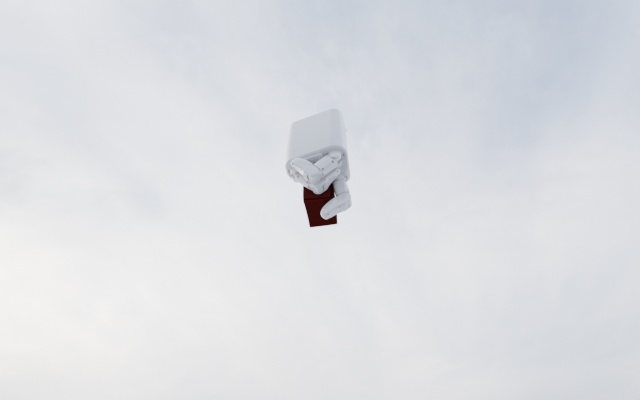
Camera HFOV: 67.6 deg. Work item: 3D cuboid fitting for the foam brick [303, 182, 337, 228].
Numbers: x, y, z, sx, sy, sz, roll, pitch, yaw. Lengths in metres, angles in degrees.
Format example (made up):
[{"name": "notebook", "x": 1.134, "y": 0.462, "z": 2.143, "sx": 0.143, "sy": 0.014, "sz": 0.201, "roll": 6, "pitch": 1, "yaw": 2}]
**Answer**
[{"name": "foam brick", "x": 0.000, "y": 0.003, "z": 0.848, "sx": 0.053, "sy": 0.051, "sz": 0.078, "roll": -6, "pitch": -41, "yaw": 4}]
